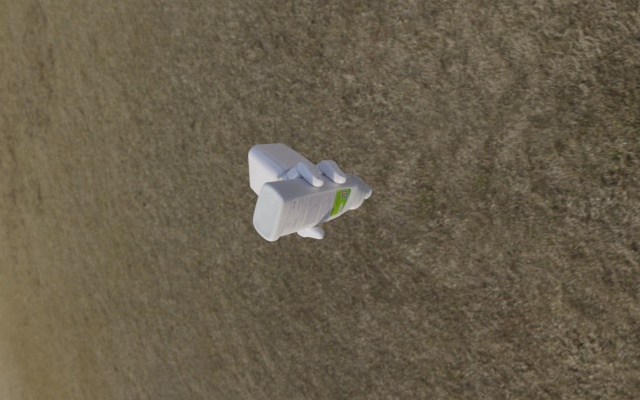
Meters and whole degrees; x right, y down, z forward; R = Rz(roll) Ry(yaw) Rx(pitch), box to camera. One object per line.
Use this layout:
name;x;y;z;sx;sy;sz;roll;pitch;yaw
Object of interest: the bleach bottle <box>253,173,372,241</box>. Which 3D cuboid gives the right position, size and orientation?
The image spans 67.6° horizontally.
bleach bottle;0.000;0.003;0.888;0.251;0.103;0.068;-9;38;-43
